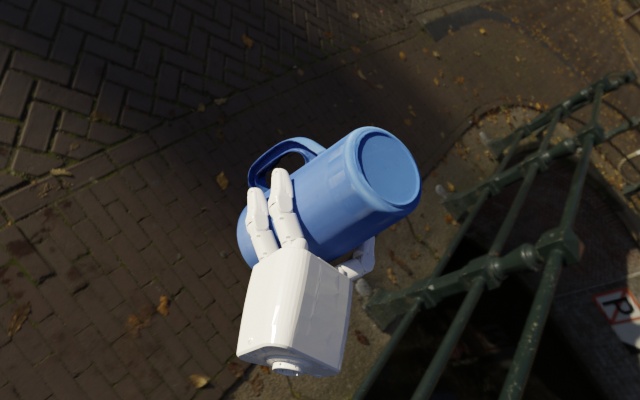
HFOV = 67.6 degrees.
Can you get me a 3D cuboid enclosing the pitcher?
[{"bbox_3d":[0.000,0.002,0.593,0.149,0.145,0.243,27,-37,-23],"label":"pitcher"}]
